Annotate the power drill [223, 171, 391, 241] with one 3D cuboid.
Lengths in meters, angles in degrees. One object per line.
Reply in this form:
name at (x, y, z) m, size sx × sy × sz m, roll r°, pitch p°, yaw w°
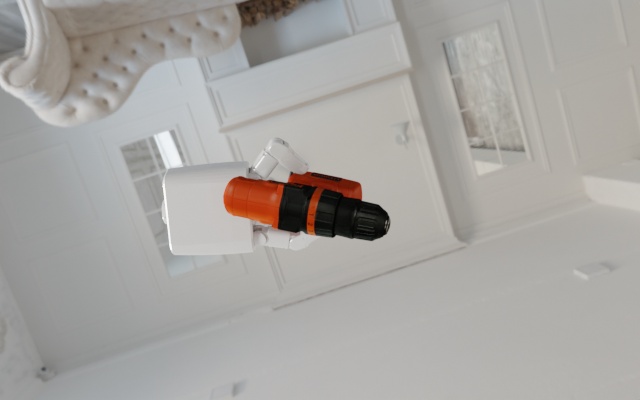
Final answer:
power drill at (0.000, 0.002, 0.579) m, size 0.184 × 0.057 × 0.187 m, roll 12°, pitch 7°, yaw 12°
